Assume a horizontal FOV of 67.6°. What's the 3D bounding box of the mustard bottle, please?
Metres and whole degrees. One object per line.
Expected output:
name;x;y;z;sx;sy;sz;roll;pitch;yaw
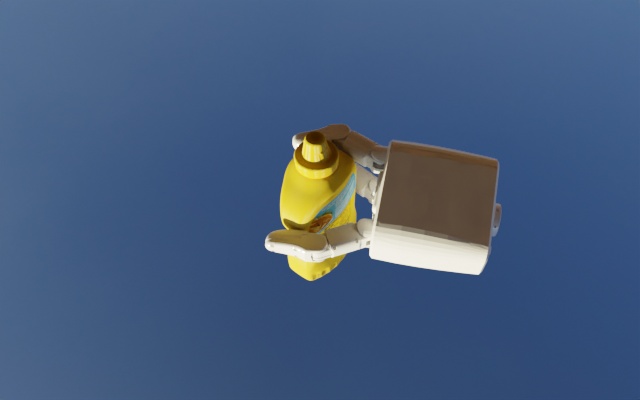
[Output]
mustard bottle;0.000;0.002;0.493;0.058;0.096;0.192;32;-28;23
